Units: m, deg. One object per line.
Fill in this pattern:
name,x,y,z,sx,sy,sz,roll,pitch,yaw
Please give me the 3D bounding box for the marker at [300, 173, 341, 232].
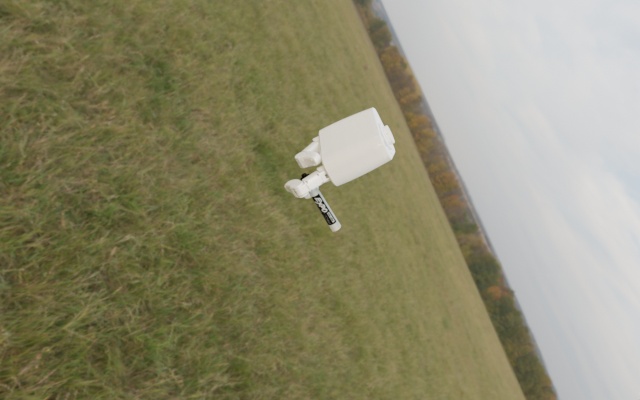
marker,0.000,0.003,0.828,0.020,0.121,0.020,-25,25,13
